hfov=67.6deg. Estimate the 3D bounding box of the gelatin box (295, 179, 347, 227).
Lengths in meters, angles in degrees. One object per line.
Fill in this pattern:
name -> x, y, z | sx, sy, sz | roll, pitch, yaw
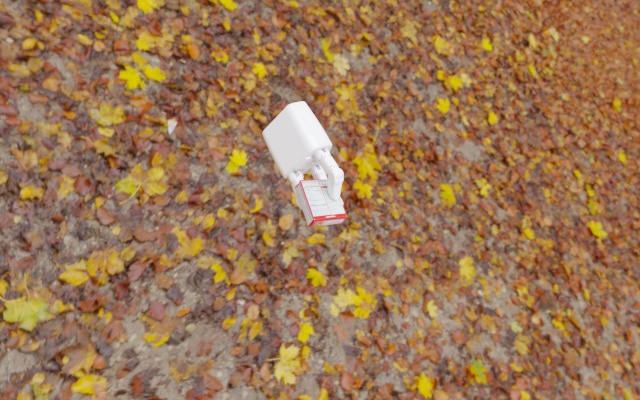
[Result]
gelatin box -> 0.000, 0.003, 0.897 | 0.073, 0.089, 0.030 | -5, -29, -31
